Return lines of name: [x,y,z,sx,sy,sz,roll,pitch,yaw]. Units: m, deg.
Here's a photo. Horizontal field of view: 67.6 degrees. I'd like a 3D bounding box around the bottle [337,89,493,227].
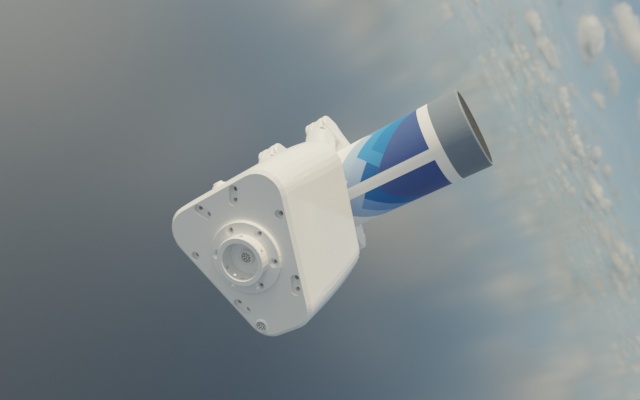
bottle: [0.000,0.001,0.433,0.296,0.069,0.069,-26,-11,24]
